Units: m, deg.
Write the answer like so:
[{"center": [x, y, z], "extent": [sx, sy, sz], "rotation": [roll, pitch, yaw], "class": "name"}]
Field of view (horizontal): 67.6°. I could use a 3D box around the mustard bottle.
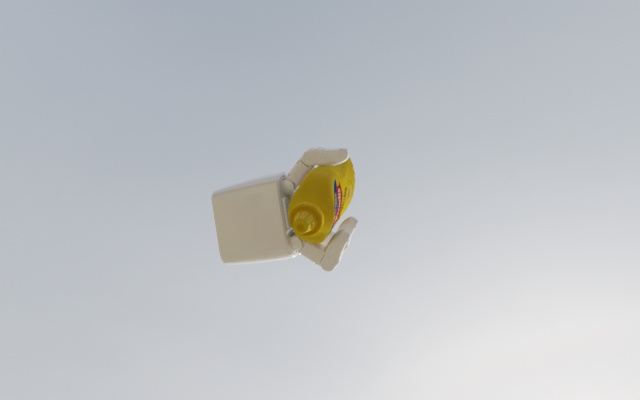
[{"center": [0.000, 0.002, 0.626], "extent": [0.058, 0.096, 0.191], "rotation": [13, 19, 11], "class": "mustard bottle"}]
